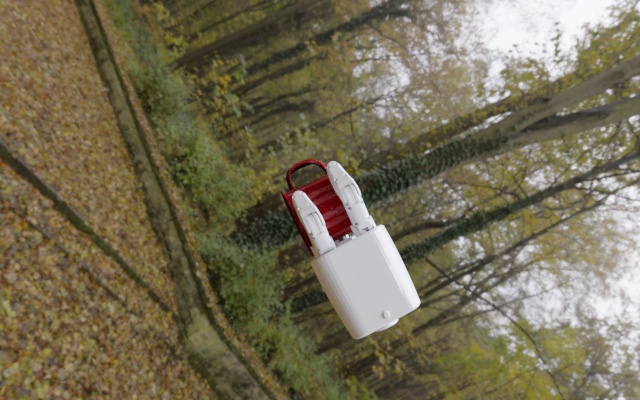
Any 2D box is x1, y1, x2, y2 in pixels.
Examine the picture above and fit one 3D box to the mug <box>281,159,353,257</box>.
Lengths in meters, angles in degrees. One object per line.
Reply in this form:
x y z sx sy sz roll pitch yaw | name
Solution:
0.000 0.001 0.615 0.081 0.117 0.093 -26 -4 -6 | mug
